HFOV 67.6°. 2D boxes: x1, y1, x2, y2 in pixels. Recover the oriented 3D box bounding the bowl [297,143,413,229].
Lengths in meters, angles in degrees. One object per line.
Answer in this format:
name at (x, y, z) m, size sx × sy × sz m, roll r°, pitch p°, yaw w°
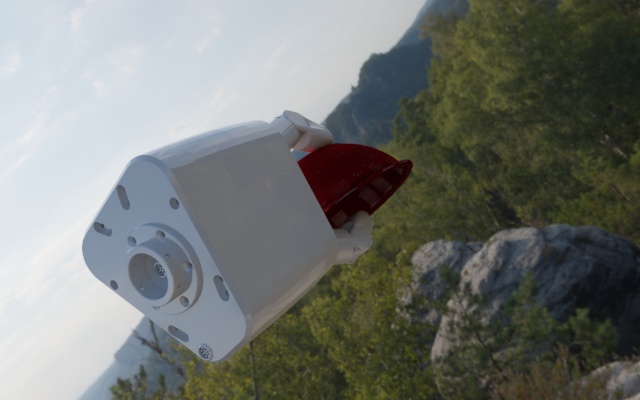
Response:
bowl at (0.000, 0.001, 0.412) m, size 0.162 × 0.055 × 0.162 m, roll -36°, pitch -13°, yaw -10°
